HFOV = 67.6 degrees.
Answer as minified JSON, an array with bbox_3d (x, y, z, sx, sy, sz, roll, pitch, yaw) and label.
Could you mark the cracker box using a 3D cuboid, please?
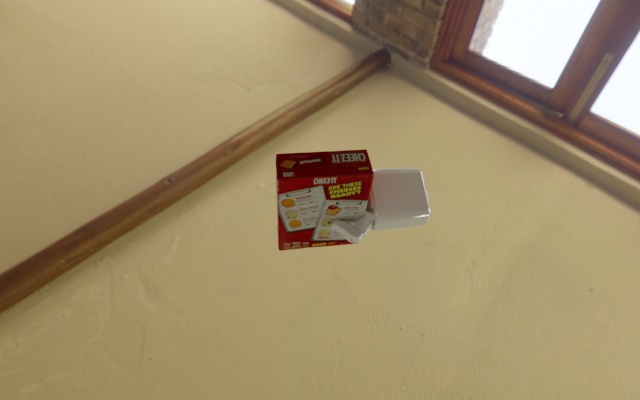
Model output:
[{"bbox_3d":[0.000,0.003,0.888,0.164,0.072,0.214,-4,-39,-8],"label":"cracker box"}]
